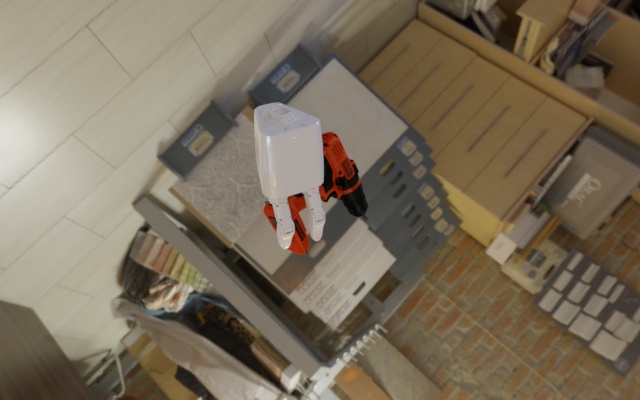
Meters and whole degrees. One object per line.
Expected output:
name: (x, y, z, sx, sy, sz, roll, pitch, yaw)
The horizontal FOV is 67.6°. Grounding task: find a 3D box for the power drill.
power drill: (0.000, 0.003, 0.829, 0.057, 0.184, 0.187, 10, 49, 45)
